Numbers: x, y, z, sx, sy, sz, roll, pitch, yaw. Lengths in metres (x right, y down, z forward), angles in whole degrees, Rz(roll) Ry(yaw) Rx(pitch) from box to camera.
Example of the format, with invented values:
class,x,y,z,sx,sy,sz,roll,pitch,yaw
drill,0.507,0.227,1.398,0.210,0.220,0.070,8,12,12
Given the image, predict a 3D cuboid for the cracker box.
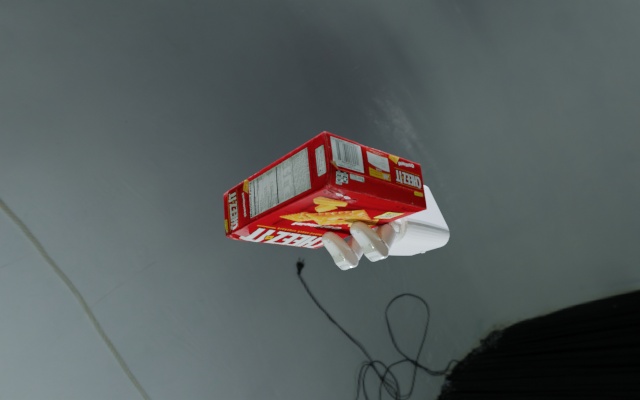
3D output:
class,x,y,z,sx,sy,sz,roll,pitch,yaw
cracker box,0.000,0.002,0.615,0.164,0.072,0.214,12,-26,-39
